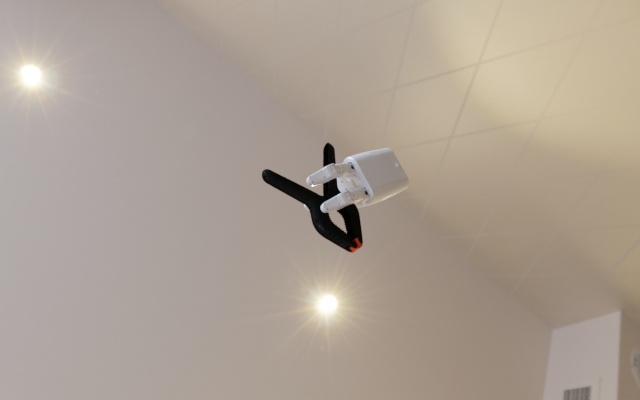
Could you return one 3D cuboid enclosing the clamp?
[{"bbox_3d":[0.000,0.004,0.852,0.164,0.210,0.036,-20,-14,-33],"label":"clamp"}]
